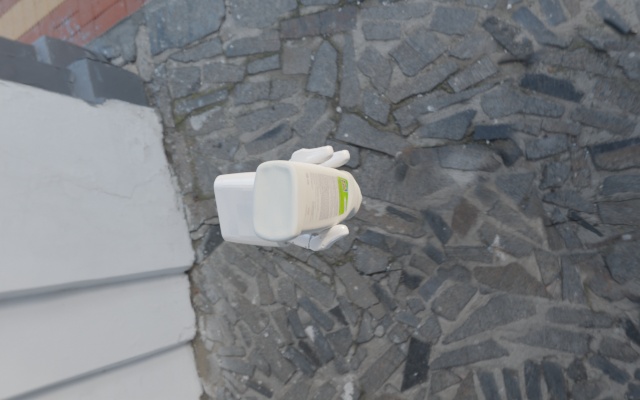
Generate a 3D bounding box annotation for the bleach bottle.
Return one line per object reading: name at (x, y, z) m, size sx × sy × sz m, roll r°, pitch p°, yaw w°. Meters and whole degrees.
bleach bottle at (0.000, 0.002, 0.683) m, size 0.068 × 0.102 × 0.251 m, roll 1°, pitch -1°, yaw 27°
